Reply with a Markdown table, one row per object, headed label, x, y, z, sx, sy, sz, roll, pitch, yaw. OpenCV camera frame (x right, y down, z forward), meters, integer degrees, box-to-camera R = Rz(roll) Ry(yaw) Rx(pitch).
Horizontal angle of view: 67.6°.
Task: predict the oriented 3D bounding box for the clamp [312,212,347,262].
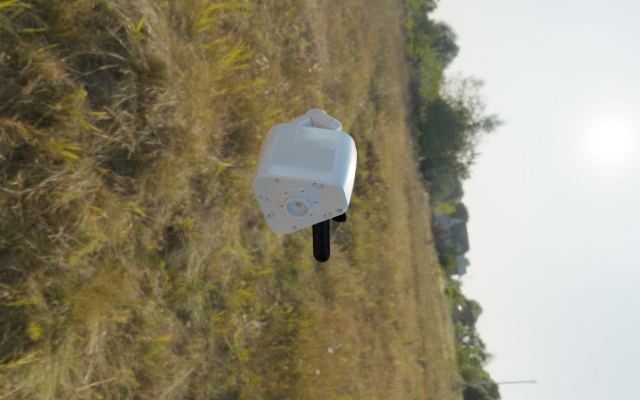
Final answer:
| label | x | y | z | sx | sy | sz | roll | pitch | yaw |
| --- | --- | --- | --- | --- | --- | --- | --- | --- | --- |
| clamp | 0.001 | 0.002 | 0.701 | 0.039 | 0.172 | 0.120 | -7 | 37 | 17 |
